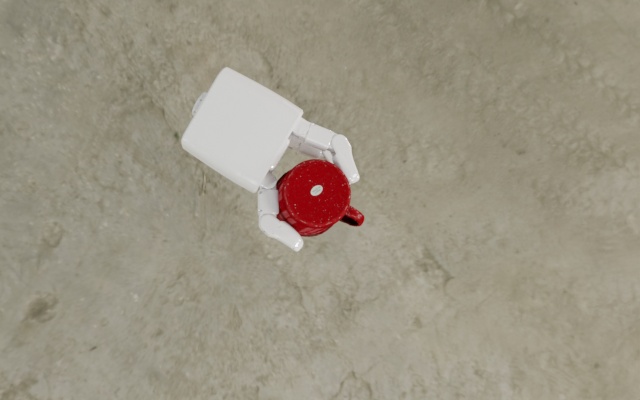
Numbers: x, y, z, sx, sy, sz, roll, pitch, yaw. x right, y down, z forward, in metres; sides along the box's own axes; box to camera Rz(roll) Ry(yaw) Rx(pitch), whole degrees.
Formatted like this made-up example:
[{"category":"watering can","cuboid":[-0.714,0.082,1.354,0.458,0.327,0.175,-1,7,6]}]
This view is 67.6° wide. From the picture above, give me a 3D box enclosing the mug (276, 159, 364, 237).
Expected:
[{"category":"mug","cuboid":[0.001,0.003,0.583,0.117,0.093,0.081,29,-11,-6]}]
